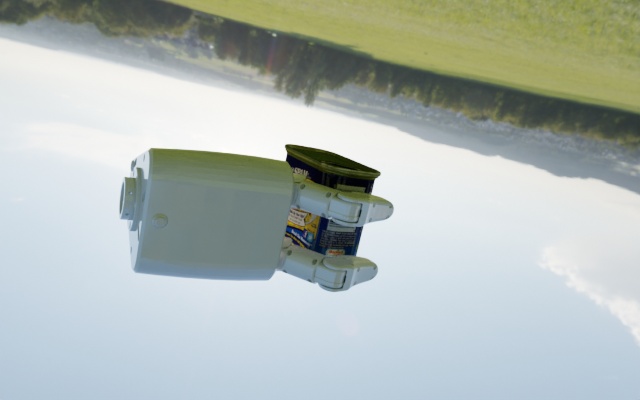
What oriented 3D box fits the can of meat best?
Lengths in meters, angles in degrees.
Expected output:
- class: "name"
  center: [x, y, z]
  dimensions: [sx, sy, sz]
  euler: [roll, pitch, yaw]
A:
- class: "can of meat"
  center: [0.000, 0.002, 0.430]
  dimensions: [0.057, 0.084, 0.102]
  euler: [5, 14, -32]
